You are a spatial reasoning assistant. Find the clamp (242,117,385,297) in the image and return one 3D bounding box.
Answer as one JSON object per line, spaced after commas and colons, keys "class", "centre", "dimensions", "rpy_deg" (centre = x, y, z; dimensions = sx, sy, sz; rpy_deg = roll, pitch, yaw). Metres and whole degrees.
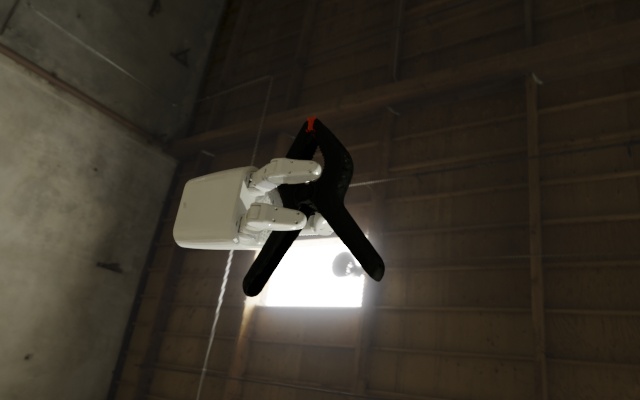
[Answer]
{"class": "clamp", "centre": [0.000, 0.002, 0.515], "dimensions": [0.164, 0.210, 0.036], "rpy_deg": [-5, -26, 32]}
